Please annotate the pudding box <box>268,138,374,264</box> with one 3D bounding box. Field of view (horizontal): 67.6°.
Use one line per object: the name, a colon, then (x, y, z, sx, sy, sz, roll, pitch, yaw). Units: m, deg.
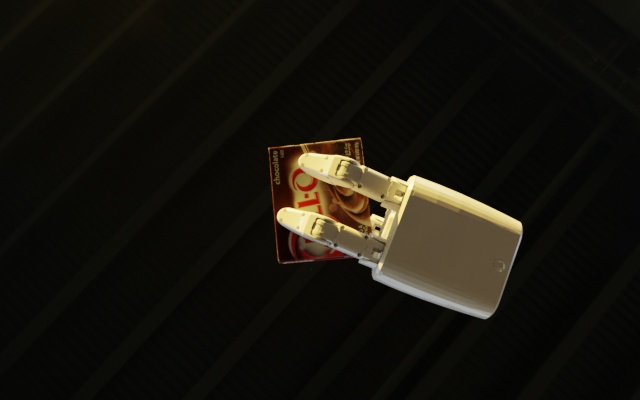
pudding box: (0.000, 0.002, 0.463, 0.090, 0.113, 0.039, -6, -9, 0)
